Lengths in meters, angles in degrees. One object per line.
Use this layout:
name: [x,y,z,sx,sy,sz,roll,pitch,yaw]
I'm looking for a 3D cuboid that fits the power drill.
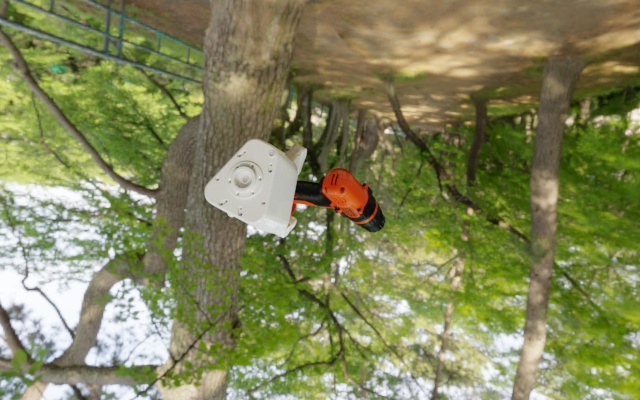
power drill: [0.000,0.002,0.779,0.187,0.057,0.184,1,-25,28]
